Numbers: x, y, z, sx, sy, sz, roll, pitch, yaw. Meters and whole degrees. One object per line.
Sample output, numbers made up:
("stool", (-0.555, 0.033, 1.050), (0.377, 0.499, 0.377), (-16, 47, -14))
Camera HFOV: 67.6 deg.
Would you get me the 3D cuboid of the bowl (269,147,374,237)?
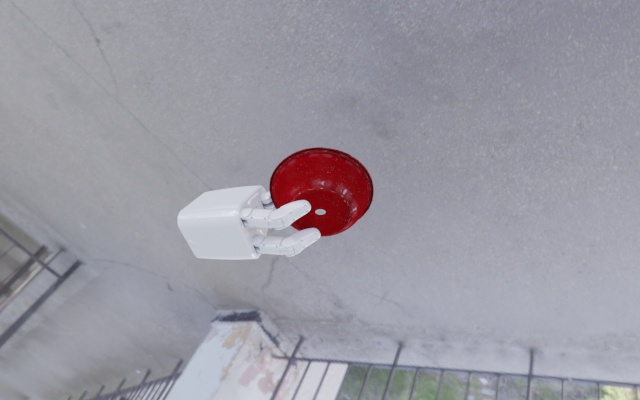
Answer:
("bowl", (0.001, 0.002, 0.715), (0.162, 0.162, 0.055), (0, 38, 3))
